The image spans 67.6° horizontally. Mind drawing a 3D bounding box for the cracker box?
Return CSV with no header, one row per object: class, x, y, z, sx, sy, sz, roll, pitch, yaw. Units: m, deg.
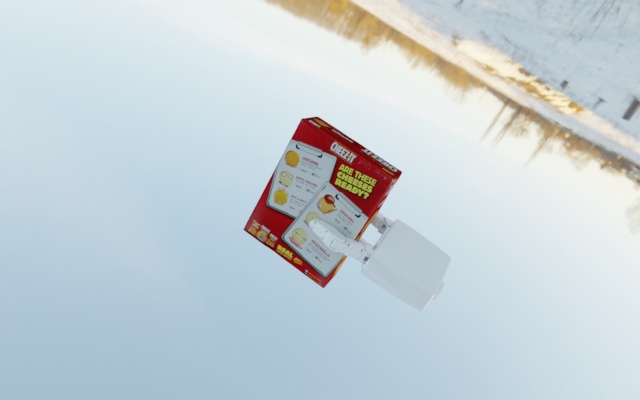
cracker box,0.000,0.003,0.743,0.164,0.214,0.072,35,23,10
